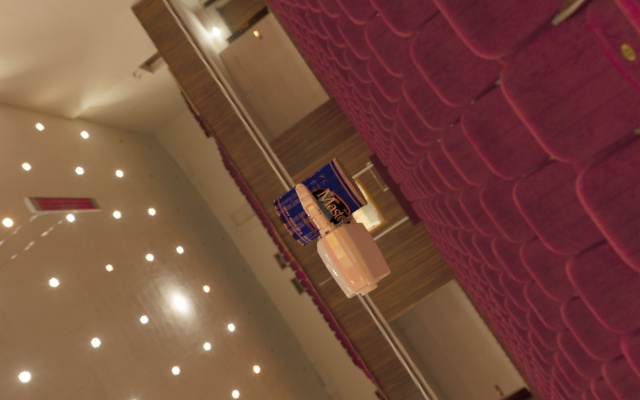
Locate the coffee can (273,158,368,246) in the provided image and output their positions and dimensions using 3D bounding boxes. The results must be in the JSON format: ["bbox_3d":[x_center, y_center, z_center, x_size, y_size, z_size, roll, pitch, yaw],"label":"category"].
[{"bbox_3d":[0.000,0.003,0.873,0.140,0.103,0.103,-34,-6,9],"label":"coffee can"}]
